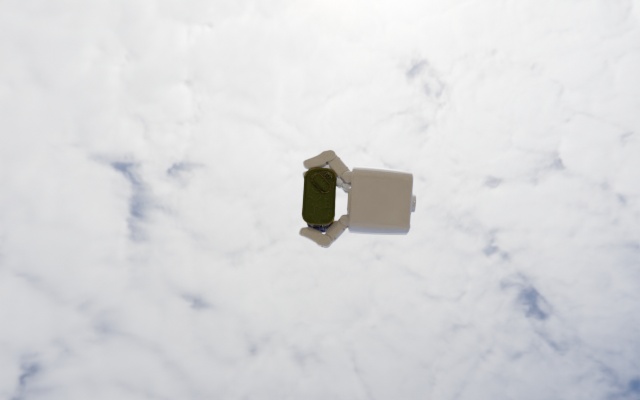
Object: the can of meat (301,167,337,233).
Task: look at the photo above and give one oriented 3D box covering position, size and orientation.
[{"bbox_3d":[0.000,0.003,0.851,0.057,0.102,0.084,2,-15,4],"label":"can of meat"}]
